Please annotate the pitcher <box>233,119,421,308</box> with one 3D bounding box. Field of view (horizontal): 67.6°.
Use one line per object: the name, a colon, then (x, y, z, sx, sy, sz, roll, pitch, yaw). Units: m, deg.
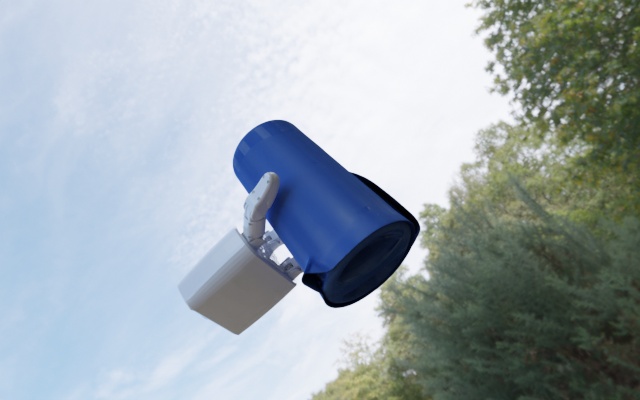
pitcher: (0.000, 0.002, 0.603, 0.242, 0.145, 0.149, 47, 3, 33)
